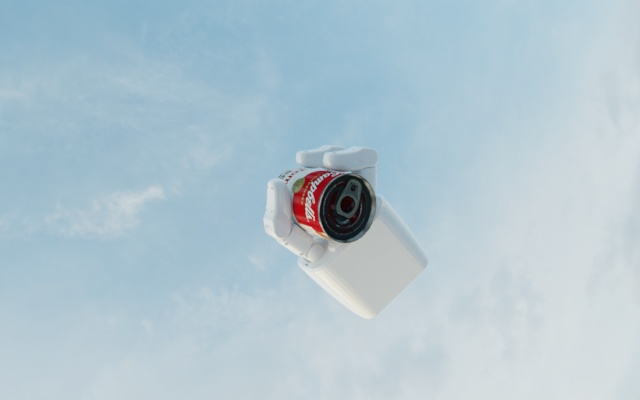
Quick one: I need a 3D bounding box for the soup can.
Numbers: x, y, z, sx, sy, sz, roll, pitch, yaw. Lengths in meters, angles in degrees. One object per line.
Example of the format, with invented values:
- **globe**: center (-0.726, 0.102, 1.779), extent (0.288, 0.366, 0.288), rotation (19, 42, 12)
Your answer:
- **soup can**: center (0.000, 0.001, 0.497), extent (0.068, 0.068, 0.102), rotation (0, 7, -33)
